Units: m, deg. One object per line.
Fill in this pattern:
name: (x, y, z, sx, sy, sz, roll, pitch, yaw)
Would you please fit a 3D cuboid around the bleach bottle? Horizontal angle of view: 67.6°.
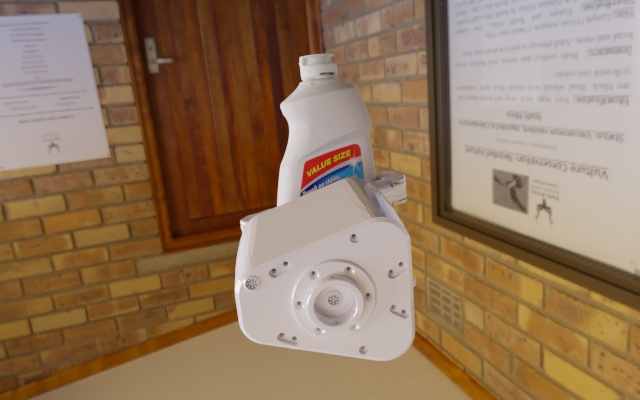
bleach bottle: (0.000, 0.001, 0.426, 0.102, 0.251, 0.068, -7, 14, -6)
